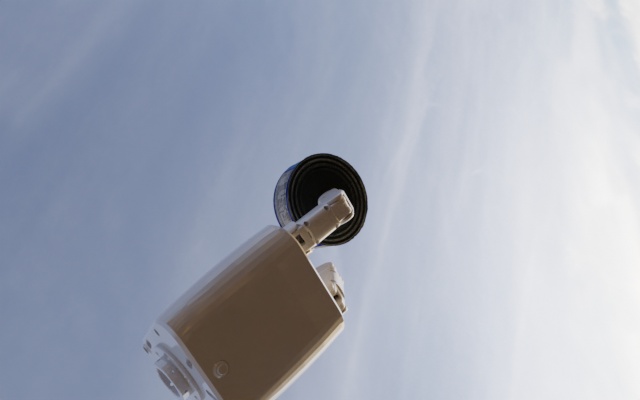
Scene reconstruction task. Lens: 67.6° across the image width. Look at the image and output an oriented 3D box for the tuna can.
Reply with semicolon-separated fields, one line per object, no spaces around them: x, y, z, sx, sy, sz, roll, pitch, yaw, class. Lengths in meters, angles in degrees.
0.000;0.002;0.444;0.086;0.086;0.034;0;-11;-32;tuna can
